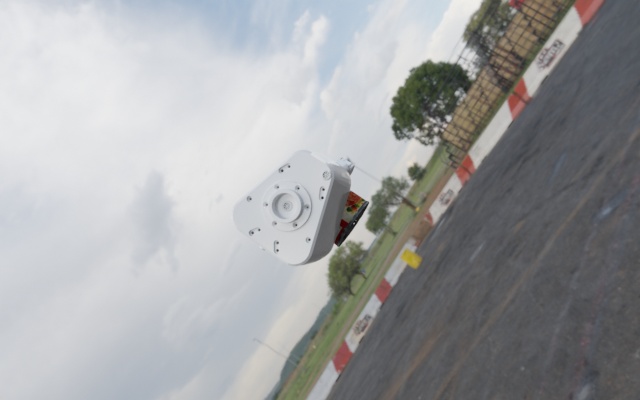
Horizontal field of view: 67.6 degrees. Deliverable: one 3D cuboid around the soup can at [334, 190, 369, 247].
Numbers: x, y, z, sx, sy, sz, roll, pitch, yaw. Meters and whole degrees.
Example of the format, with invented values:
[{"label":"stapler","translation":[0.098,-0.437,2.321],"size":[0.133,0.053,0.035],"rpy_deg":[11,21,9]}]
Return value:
[{"label":"soup can","translation":[0.000,0.002,0.597],"size":[0.102,0.068,0.068],"rpy_deg":[34,6,9]}]
